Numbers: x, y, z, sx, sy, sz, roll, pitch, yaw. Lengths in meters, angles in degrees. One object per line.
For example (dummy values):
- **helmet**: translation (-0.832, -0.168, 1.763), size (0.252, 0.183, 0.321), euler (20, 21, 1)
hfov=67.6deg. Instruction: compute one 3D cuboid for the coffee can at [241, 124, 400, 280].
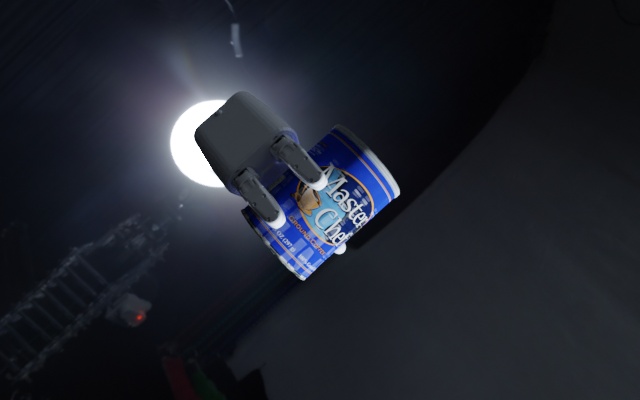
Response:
- **coffee can**: translation (0.000, 0.002, 0.520), size (0.140, 0.103, 0.103), euler (-42, 2, -2)
